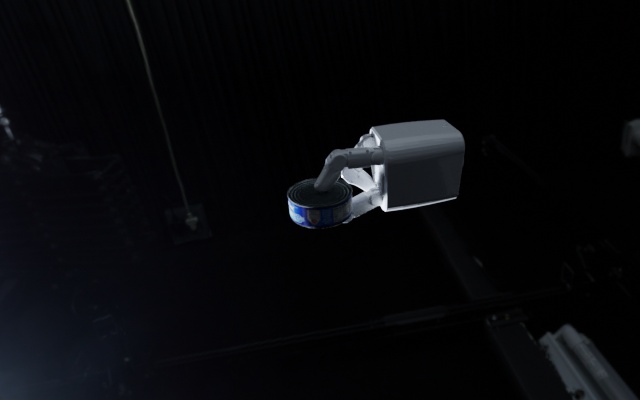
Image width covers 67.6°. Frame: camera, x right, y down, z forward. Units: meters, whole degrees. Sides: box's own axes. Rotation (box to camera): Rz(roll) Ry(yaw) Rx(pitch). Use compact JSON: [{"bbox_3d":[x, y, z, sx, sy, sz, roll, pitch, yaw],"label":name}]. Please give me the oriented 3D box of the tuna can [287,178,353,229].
[{"bbox_3d":[0.000,0.003,0.634,0.086,0.034,0.086,-3,28,2],"label":"tuna can"}]
